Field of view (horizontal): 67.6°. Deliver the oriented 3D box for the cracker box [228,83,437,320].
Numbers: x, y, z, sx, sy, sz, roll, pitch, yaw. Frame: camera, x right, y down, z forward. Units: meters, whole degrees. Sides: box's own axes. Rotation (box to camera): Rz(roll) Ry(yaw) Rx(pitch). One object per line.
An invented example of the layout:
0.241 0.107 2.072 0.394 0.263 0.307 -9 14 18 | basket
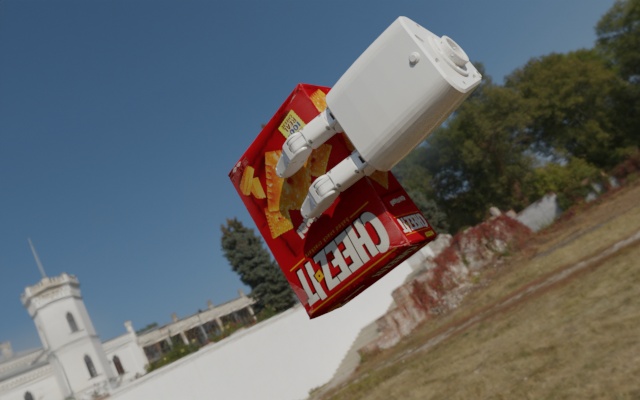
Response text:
0.000 0.002 0.547 0.072 0.213 0.164 -8 -30 -51 | cracker box
